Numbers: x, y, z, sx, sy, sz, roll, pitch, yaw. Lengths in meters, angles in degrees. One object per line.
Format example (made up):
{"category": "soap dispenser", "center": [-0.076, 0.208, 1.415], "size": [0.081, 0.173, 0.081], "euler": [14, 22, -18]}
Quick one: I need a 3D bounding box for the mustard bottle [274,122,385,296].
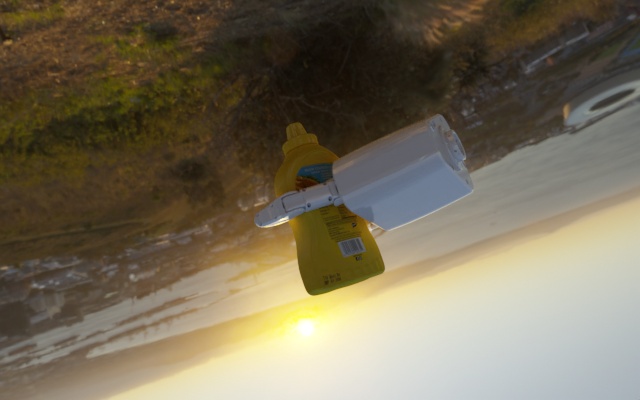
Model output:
{"category": "mustard bottle", "center": [0.000, 0.002, 0.527], "size": [0.096, 0.191, 0.058], "euler": [-9, -16, -38]}
